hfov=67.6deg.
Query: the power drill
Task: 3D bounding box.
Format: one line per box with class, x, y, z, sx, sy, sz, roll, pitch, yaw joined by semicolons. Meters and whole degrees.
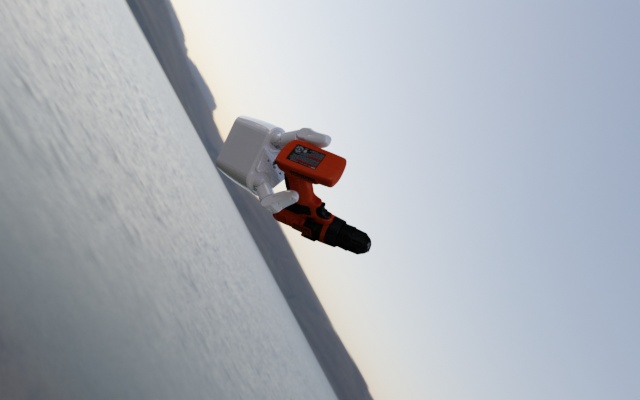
power drill;0.000;0.002;0.763;0.184;0.057;0.188;21;-37;17
